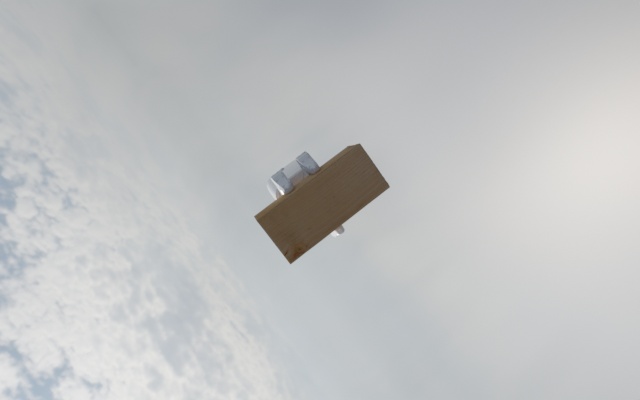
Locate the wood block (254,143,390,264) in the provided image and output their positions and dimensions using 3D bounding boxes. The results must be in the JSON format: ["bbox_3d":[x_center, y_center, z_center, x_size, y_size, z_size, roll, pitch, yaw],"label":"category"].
[{"bbox_3d":[0.000,0.003,0.800,0.206,0.091,0.090,-38,9,-7],"label":"wood block"}]
